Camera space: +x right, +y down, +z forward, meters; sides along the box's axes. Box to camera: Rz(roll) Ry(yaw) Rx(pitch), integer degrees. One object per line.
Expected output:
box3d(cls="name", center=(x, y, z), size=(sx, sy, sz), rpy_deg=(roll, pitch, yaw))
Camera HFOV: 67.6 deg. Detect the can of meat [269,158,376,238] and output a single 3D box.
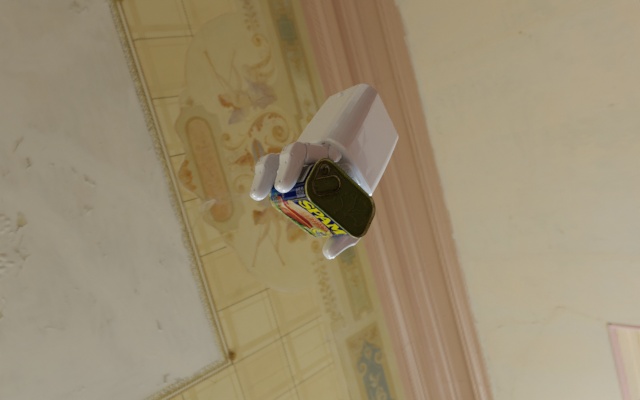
box3d(cls="can of meat", center=(0.000, 0.002, 0.571), size=(0.102, 0.057, 0.084), rpy_deg=(40, -28, -27))
